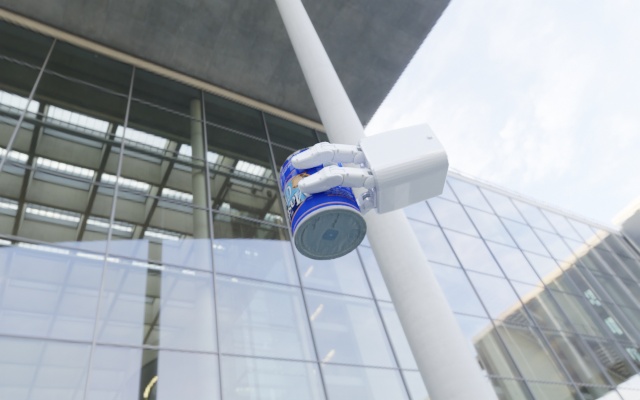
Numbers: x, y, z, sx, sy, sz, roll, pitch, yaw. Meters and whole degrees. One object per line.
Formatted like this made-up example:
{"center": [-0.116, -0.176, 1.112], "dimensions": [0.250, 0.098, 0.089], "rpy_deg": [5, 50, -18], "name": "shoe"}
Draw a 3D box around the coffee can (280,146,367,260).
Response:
{"center": [0.000, 0.003, 0.703], "dimensions": [0.103, 0.103, 0.140], "rpy_deg": [0, 42, -16], "name": "coffee can"}
